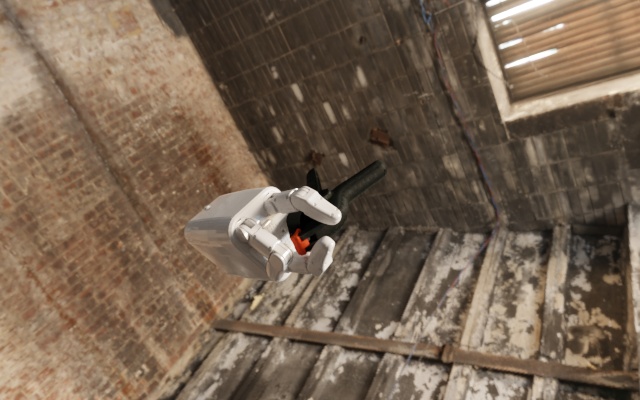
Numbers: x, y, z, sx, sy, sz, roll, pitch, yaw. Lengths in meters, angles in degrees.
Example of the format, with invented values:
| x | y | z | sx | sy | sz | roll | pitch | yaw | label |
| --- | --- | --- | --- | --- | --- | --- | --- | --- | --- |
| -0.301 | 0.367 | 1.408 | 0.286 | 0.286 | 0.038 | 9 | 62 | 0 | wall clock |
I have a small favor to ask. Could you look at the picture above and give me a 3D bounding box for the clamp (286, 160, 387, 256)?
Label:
| x | y | z | sx | sy | sz | roll | pitch | yaw | label |
| --- | --- | --- | --- | --- | --- | --- | --- | --- | --- |
| 0.000 | 0.003 | 0.614 | 0.120 | 0.039 | 0.171 | -4 | 31 | 43 | clamp |
